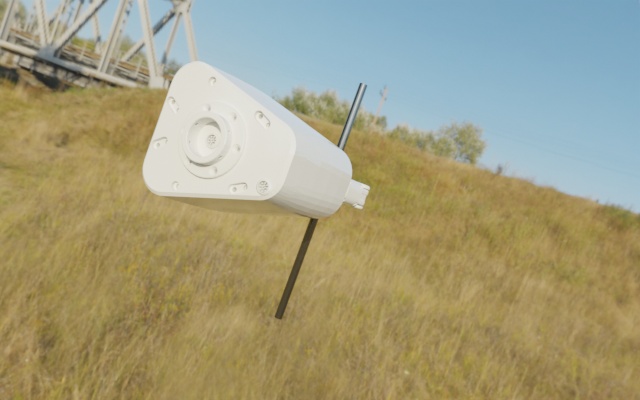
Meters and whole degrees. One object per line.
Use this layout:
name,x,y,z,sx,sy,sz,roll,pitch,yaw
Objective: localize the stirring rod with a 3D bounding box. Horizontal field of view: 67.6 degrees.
stirring rod,0.000,0.002,0.462,0.011,0.239,0.011,20,2,-1
